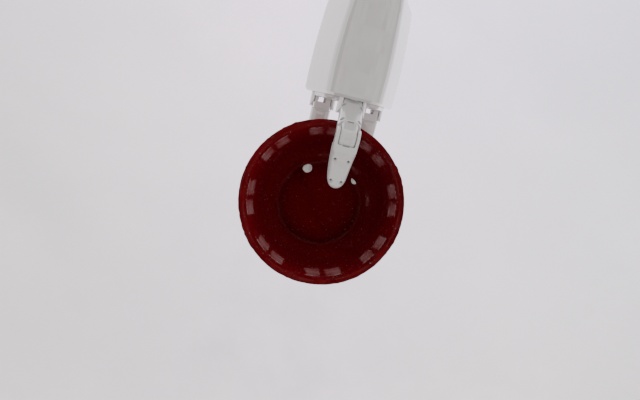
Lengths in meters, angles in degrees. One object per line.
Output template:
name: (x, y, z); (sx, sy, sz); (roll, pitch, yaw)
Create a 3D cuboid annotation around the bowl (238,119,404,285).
bowl: (-0.001, 0.003, 0.487); (0.162, 0.162, 0.055); (0, -1, -4)
